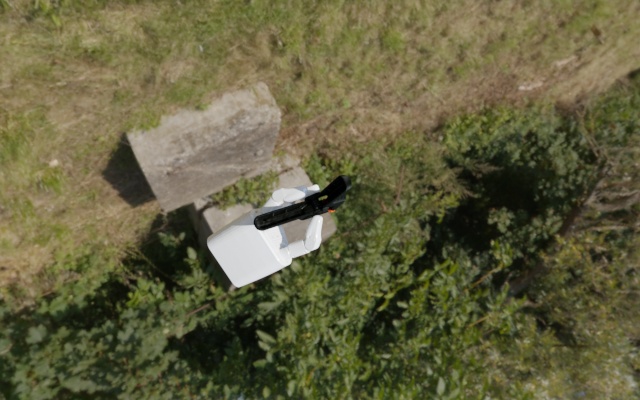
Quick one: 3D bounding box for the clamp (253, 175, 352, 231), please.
[{"bbox_3d":[0.000,0.003,0.802,0.164,0.036,0.210,-26,-7,19],"label":"clamp"}]
